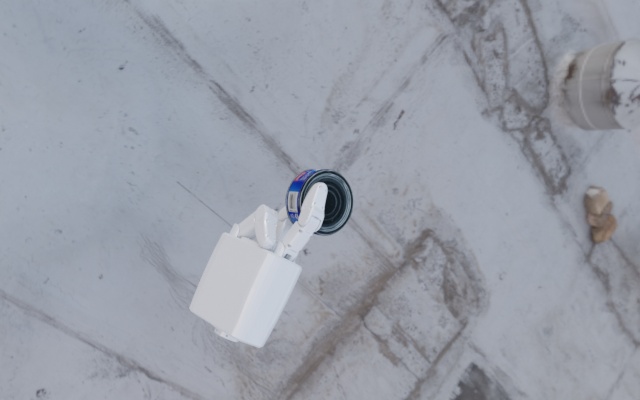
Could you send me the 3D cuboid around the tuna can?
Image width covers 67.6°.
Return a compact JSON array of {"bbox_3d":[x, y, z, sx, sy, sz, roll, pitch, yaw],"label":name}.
[{"bbox_3d":[0.000,0.002,0.611,0.086,0.086,0.034,0,3,-34],"label":"tuna can"}]
